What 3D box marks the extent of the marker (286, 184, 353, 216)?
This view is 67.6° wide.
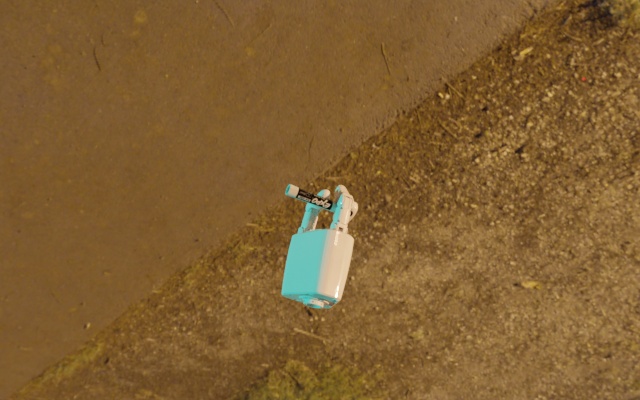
[{"bbox_3d":[0.000,0.003,0.791,0.121,0.020,0.020,21,-8,-20],"label":"marker"}]
